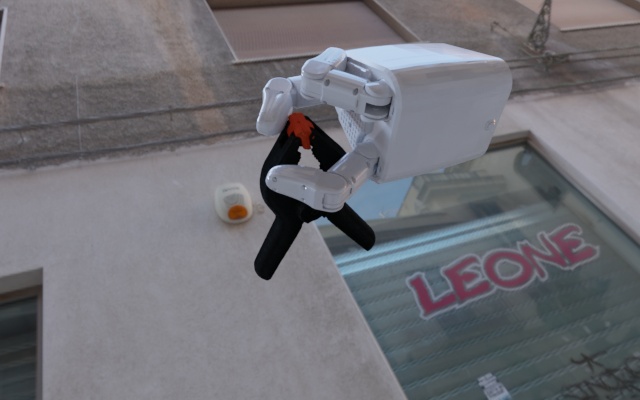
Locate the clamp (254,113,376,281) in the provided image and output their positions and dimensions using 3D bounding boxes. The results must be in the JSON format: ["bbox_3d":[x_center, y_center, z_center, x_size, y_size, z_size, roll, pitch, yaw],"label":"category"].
[{"bbox_3d":[0.000,0.001,0.420,0.120,0.172,0.039,-13,47,-20],"label":"clamp"}]
